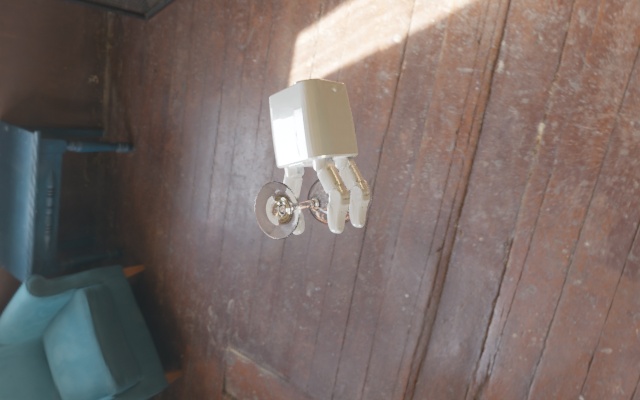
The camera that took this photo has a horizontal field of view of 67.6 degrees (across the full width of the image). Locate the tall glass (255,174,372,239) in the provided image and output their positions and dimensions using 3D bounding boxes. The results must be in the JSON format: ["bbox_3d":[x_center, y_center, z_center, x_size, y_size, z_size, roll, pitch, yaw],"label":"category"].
[{"bbox_3d":[0.000,0.002,0.686,0.079,0.079,0.201,0,6,35],"label":"tall glass"}]
